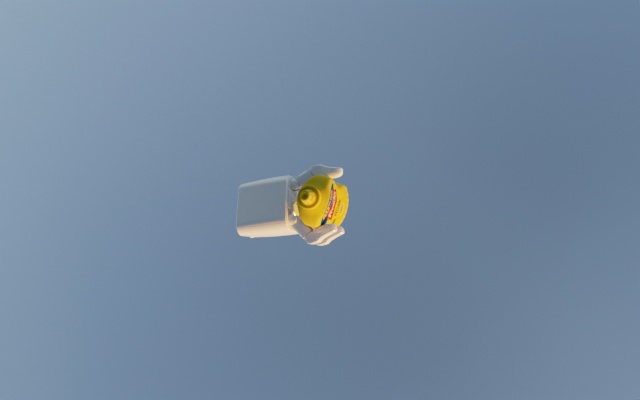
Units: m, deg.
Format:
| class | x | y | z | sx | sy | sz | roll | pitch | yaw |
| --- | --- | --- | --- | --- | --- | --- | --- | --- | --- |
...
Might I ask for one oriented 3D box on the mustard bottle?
| class | x | y | z | sx | sy | sz | roll | pitch | yaw |
| --- | --- | --- | --- | --- | --- | --- | --- | --- | --- |
| mustard bottle | 0.001 | 0.003 | 0.880 | 0.058 | 0.096 | 0.191 | 17 | -1 | 18 |
